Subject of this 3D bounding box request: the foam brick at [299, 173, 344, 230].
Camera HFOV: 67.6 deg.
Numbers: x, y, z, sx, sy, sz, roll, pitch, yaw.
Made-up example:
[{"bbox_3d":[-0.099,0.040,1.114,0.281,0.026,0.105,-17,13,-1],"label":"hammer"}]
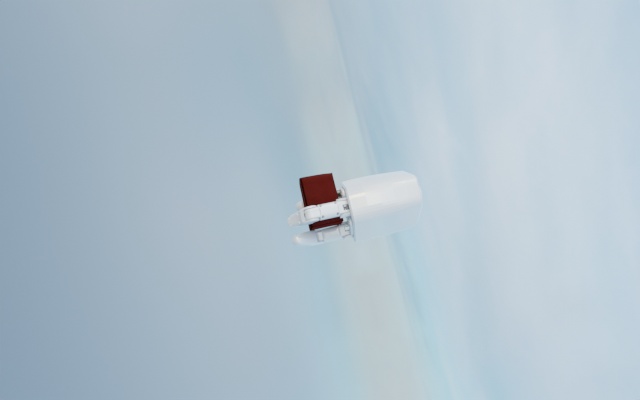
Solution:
[{"bbox_3d":[0.000,0.002,0.736,0.051,0.078,0.053,-13,-8,-5],"label":"foam brick"}]
